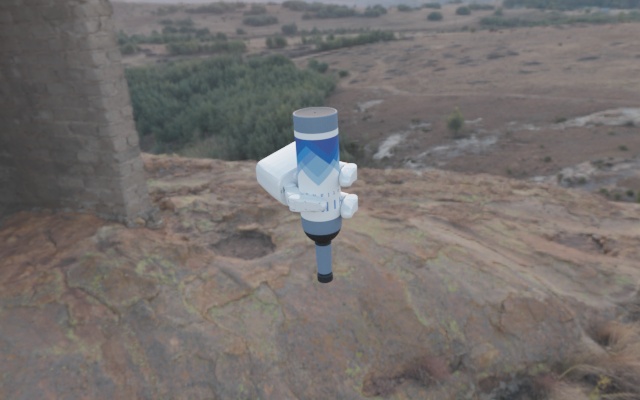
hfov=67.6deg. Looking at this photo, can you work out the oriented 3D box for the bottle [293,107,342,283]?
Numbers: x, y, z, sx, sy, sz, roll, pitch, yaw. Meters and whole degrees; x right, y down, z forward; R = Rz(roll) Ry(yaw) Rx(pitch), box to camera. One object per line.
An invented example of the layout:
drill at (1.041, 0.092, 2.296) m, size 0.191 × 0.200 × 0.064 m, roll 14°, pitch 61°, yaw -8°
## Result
bottle at (0.000, 0.002, 0.771) m, size 0.069 × 0.296 × 0.069 m, roll -3°, pitch 24°, yaw 1°
